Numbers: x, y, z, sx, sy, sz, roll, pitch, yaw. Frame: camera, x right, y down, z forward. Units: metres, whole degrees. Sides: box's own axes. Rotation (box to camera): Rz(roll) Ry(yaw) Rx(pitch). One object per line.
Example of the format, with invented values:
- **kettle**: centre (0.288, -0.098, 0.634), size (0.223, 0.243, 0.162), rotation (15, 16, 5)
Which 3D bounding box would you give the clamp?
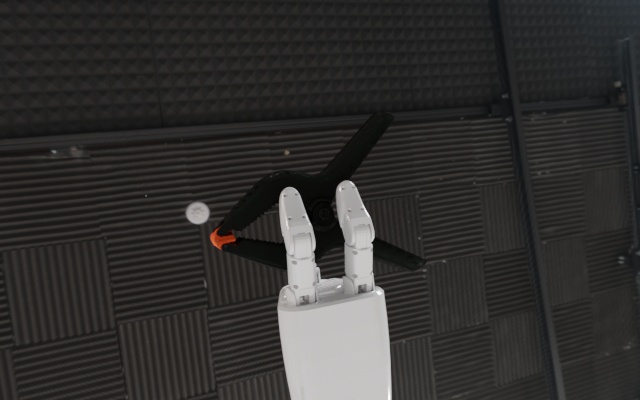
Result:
- **clamp**: centre (-0.001, 0.002, 0.456), size (0.210, 0.164, 0.036), rotation (-7, 0, -20)
